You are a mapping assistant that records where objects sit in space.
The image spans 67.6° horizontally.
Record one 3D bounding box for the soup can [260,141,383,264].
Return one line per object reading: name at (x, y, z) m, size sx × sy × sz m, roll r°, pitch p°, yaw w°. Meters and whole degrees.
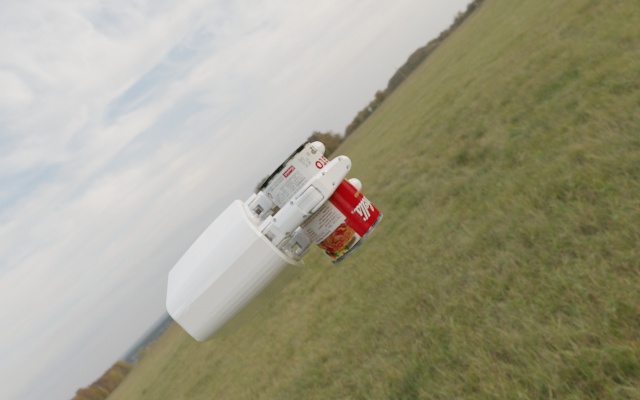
soup can at (0.000, 0.001, 0.459) m, size 0.102 × 0.068 × 0.068 m, roll 45°, pitch 3°, yaw -3°
